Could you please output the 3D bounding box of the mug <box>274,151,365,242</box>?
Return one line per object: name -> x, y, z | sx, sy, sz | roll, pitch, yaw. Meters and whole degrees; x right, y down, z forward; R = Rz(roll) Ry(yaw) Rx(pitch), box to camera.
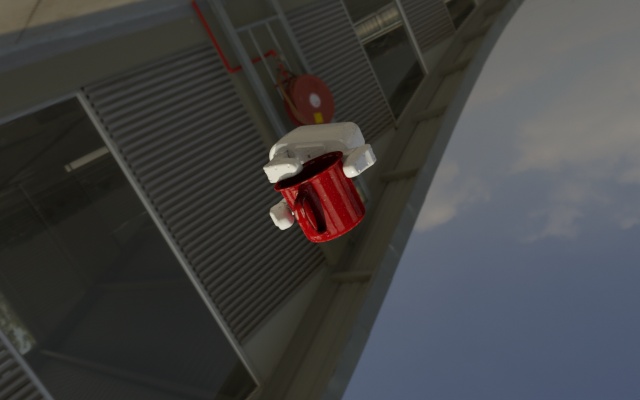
mug -> 0.000, 0.003, 0.573 | 0.093, 0.081, 0.117 | -21, 18, 24
